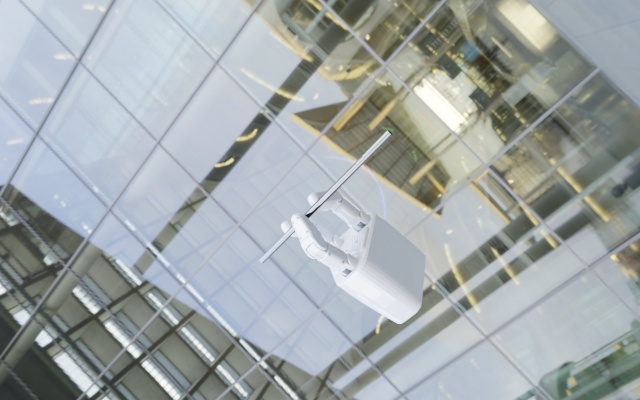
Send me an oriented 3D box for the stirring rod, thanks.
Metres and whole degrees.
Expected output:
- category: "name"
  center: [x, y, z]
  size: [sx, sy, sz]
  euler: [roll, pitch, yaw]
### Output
- category: "stirring rod"
  center: [0.000, 0.002, 0.583]
  size: [0.239, 0.011, 0.011]
  euler: [-45, -22, 24]
